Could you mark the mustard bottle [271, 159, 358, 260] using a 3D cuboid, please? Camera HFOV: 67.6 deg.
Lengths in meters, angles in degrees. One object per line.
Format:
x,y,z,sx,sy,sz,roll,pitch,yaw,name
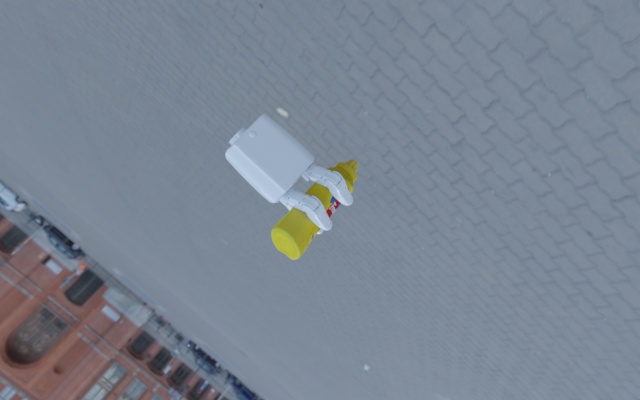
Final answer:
0.000,0.003,0.772,0.058,0.191,0.096,34,-24,14,mustard bottle
